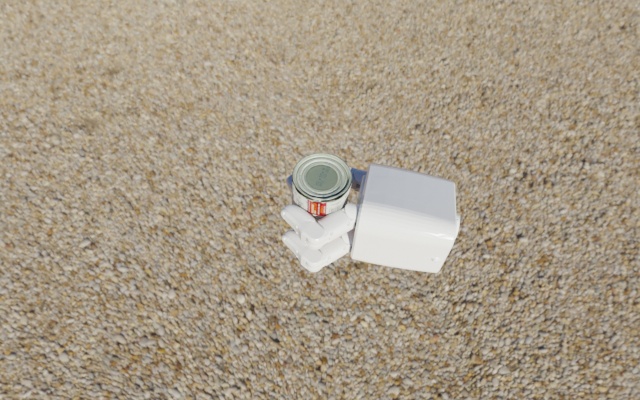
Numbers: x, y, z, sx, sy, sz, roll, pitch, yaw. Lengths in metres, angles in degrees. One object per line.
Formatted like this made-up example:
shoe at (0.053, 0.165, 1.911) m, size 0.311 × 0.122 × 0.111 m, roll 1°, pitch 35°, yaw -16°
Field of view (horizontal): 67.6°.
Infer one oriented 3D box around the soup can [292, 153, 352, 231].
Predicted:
soup can at (0.000, 0.001, 0.558) m, size 0.068 × 0.068 × 0.102 m, roll 0°, pitch -34°, yaw -2°
